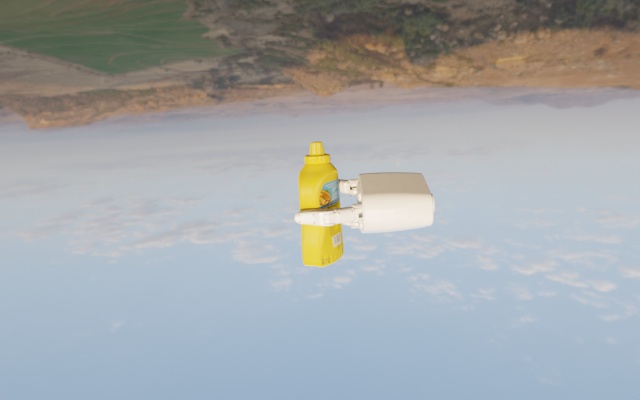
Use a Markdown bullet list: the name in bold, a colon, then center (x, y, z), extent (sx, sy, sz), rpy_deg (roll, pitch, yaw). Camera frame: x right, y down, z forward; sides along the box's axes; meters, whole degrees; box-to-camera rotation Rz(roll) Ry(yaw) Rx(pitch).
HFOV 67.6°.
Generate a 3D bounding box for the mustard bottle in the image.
- **mustard bottle**: center (0.000, 0.003, 0.763), extent (0.058, 0.192, 0.096), rpy_deg (2, 12, 26)
